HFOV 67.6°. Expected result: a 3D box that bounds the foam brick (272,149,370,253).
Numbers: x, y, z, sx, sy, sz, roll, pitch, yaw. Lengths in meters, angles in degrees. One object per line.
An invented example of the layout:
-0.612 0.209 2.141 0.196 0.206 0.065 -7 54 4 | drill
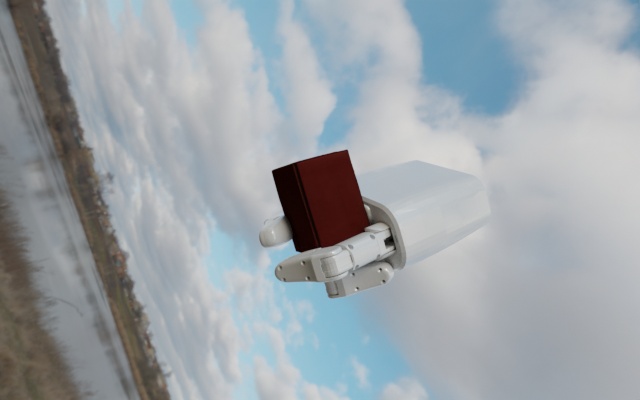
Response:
0.000 0.001 0.402 0.051 0.078 0.053 -20 7 -25 | foam brick
